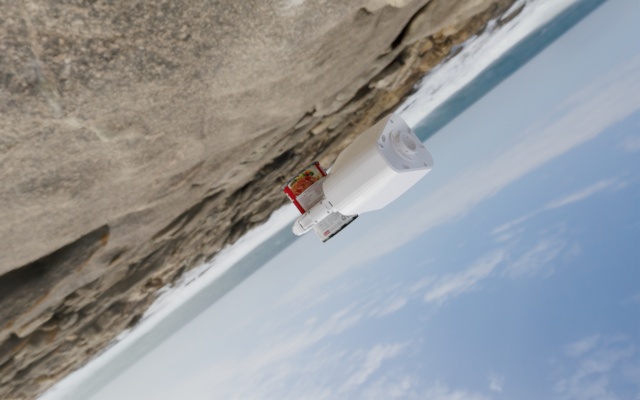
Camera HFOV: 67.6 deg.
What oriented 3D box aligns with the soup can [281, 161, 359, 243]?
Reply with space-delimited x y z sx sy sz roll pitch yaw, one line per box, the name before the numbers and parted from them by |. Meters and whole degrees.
soup can | 0.000 0.003 0.701 0.068 0.102 0.068 -38 -2 -2
